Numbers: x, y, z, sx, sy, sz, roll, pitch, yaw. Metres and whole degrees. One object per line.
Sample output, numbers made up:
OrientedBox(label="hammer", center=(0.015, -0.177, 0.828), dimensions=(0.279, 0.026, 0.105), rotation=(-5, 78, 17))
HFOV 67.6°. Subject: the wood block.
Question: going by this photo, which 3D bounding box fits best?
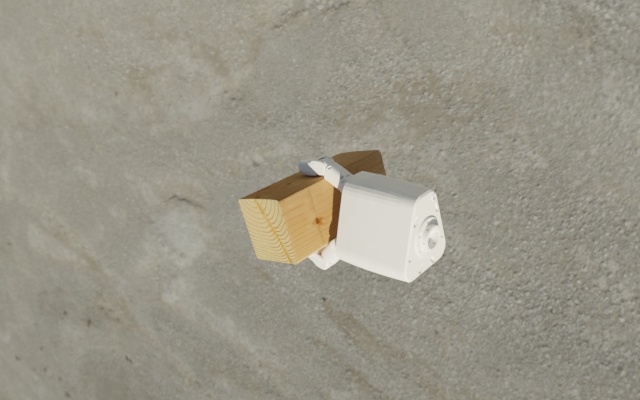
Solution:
OrientedBox(label="wood block", center=(0.000, 0.002, 0.686), dimensions=(0.090, 0.091, 0.206), rotation=(1, 22, 47))
